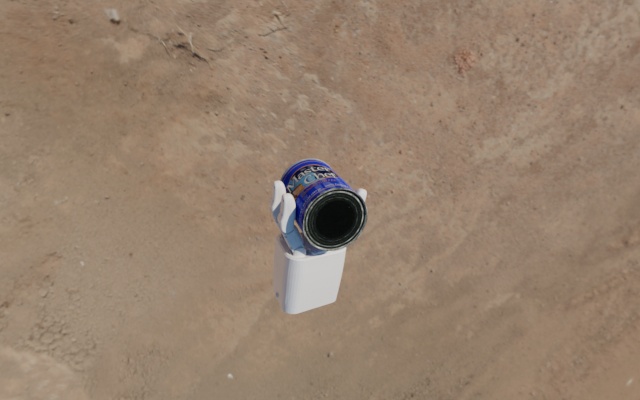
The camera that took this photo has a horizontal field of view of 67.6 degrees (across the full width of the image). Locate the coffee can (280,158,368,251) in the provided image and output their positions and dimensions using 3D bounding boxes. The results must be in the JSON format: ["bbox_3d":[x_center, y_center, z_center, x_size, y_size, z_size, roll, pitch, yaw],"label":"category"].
[{"bbox_3d":[0.000,0.002,0.761,0.103,0.103,0.140,0,23,-20],"label":"coffee can"}]
